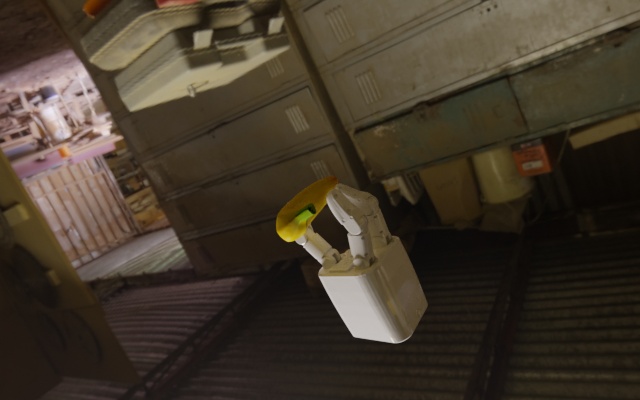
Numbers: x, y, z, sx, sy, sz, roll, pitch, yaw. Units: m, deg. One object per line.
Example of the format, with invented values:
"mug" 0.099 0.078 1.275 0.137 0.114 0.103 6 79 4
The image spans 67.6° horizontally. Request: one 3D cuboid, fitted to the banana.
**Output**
"banana" -0.017 0.011 0.585 0.069 0.037 0.197 -28 8 13
